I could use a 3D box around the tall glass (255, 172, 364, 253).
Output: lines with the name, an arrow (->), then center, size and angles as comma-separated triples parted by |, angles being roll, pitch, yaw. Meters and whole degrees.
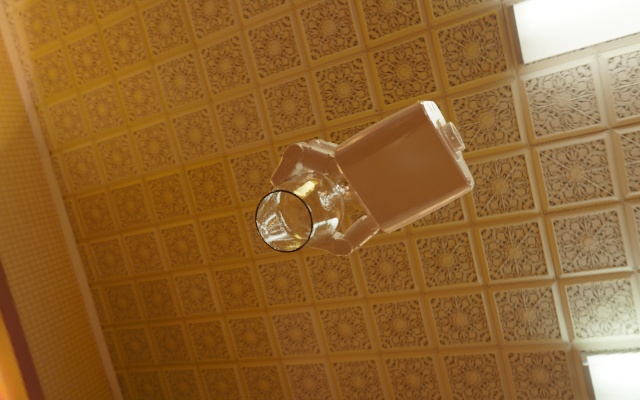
tall glass -> 0.000, 0.002, 0.546 | 0.079, 0.079, 0.201 | 0, 11, 22
